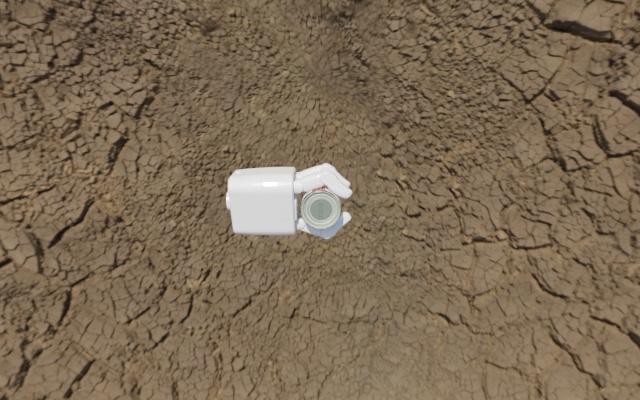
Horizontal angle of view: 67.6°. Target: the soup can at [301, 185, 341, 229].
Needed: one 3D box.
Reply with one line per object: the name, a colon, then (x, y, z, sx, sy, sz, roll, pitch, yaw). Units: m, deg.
soup can: (0.001, 0.003, 0.816, 0.068, 0.068, 0.102, 0, 15, 0)
